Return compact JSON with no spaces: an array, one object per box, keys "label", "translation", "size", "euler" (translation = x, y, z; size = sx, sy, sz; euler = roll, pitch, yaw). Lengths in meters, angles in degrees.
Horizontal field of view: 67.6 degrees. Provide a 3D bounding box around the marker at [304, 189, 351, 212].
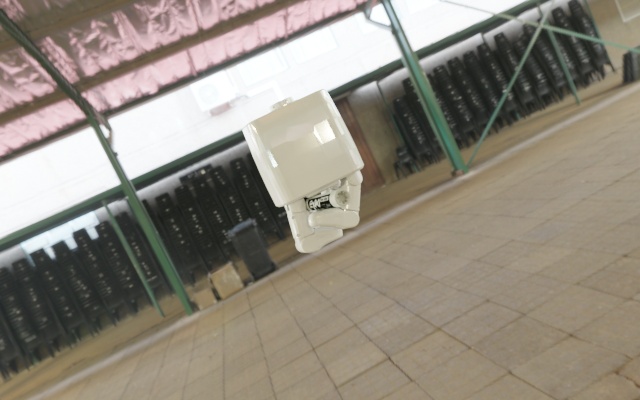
[{"label":"marker","translation":[0.000,0.002,0.553],"size":[0.020,0.020,0.121],"euler":[0,-5,-23]}]
